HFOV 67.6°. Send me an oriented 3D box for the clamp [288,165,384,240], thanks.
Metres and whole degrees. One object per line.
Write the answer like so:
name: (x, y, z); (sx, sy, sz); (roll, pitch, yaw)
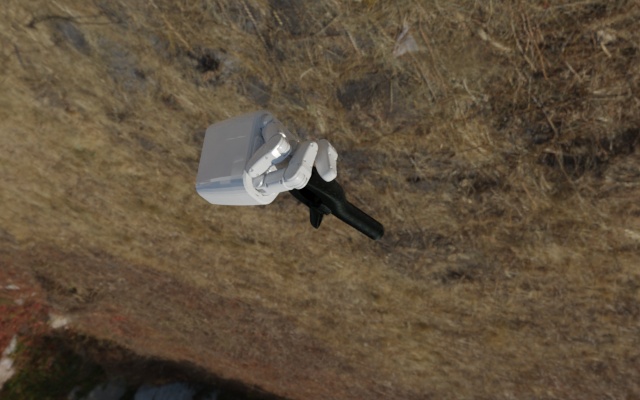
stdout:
clamp: (0.000, 0.003, 0.646); (0.120, 0.039, 0.171); (-3, -36, 40)
